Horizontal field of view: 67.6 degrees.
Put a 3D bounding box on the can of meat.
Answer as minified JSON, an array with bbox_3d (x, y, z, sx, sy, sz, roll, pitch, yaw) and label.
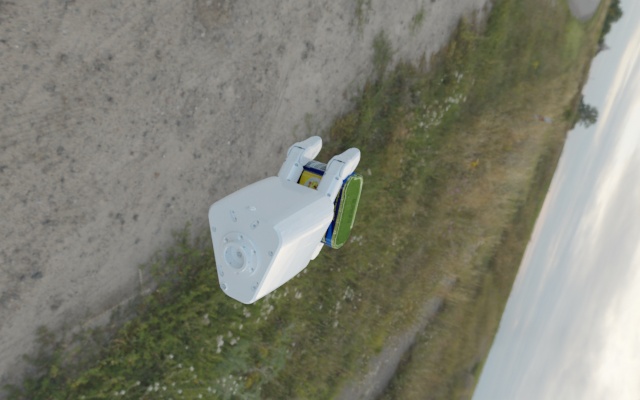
[{"bbox_3d":[0.000,0.002,0.613,0.084,0.102,0.057,20,19,23],"label":"can of meat"}]
